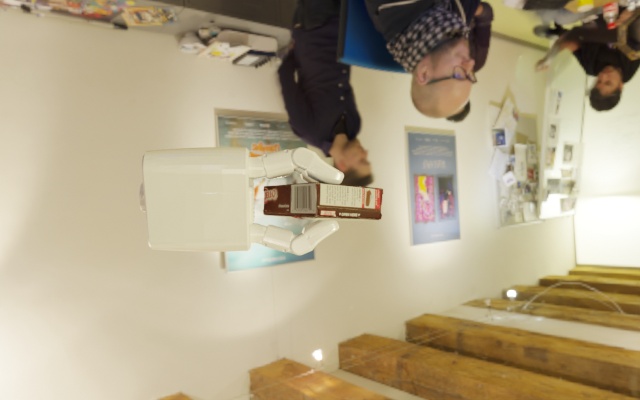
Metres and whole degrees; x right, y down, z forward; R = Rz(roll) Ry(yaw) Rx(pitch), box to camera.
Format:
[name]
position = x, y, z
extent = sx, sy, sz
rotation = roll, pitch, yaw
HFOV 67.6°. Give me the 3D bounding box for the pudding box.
[pudding box]
position = 0.000, 0.002, 0.535
extent = 0.090, 0.039, 0.113
rotation = 3, 0, -35
